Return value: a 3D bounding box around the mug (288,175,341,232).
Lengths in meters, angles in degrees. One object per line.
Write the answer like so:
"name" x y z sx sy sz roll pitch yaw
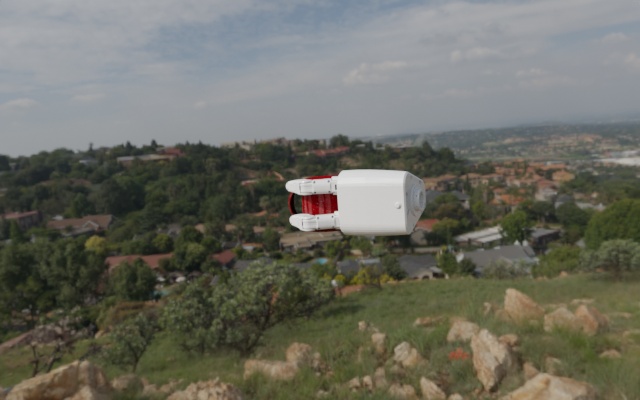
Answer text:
"mug" -0.001 0.002 0.795 0.117 0.081 0.093 1 9 27
